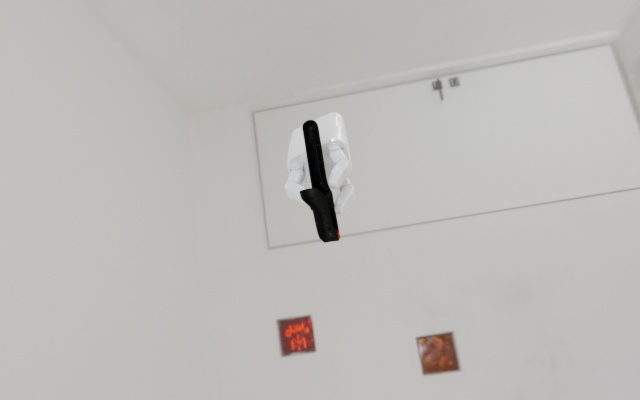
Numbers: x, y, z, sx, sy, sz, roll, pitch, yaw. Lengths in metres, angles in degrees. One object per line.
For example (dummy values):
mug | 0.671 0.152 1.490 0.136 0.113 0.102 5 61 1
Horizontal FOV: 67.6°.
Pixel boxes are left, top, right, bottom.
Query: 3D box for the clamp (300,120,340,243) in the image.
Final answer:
clamp | -0.001 0.003 0.749 0.036 0.210 0.164 -7 39 9
